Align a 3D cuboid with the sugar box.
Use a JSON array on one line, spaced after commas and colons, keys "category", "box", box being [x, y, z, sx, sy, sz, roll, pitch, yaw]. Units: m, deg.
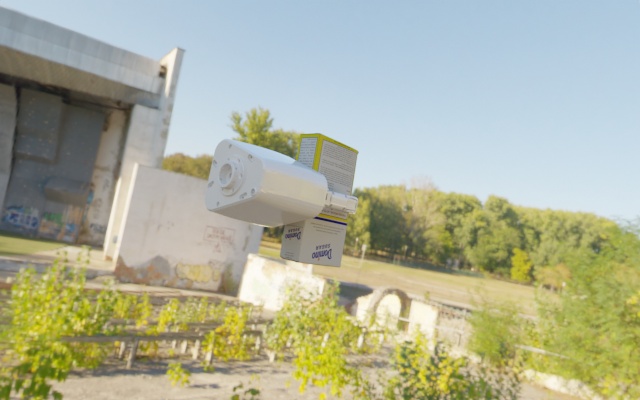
[{"category": "sugar box", "box": [0.000, 0.002, 0.677, 0.048, 0.176, 0.093, 8, -5, 43]}]
